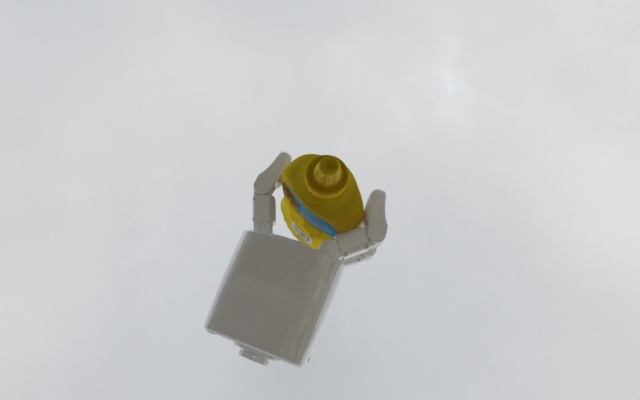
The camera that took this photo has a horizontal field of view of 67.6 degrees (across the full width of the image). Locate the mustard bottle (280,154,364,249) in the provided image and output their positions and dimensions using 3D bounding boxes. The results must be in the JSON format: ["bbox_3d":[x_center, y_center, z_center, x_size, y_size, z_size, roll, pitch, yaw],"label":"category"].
[{"bbox_3d":[0.000,0.001,0.507,0.058,0.096,0.192,-42,-11,-16],"label":"mustard bottle"}]
